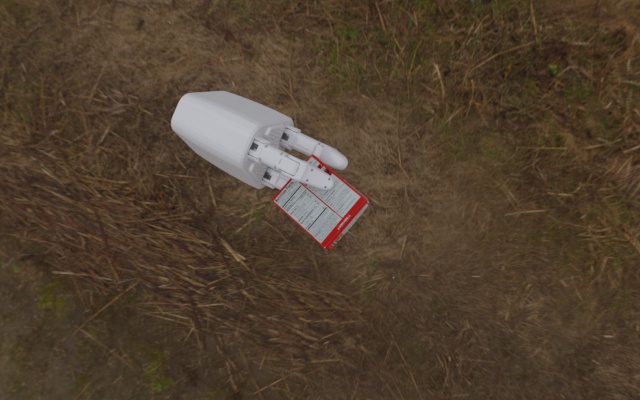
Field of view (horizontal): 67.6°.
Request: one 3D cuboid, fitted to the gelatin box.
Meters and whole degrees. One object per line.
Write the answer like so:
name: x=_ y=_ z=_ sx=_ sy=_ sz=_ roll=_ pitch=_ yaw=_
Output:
gelatin box: x=0.000 y=0.002 z=0.550 sx=0.089 sy=0.073 sz=0.030 roll=41 pitch=0 yaw=18
